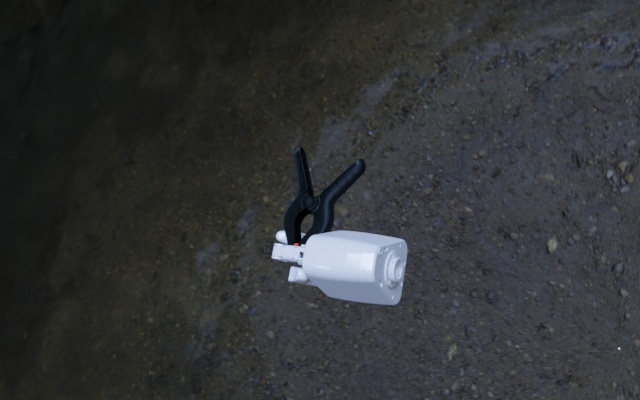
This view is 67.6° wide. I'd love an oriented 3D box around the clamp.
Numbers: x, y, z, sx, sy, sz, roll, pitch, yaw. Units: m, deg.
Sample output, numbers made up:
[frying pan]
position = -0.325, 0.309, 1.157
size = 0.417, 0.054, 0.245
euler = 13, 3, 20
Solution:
[clamp]
position = 0.000, 0.002, 0.708
size = 0.120, 0.171, 0.039
euler = 3, -13, 32
